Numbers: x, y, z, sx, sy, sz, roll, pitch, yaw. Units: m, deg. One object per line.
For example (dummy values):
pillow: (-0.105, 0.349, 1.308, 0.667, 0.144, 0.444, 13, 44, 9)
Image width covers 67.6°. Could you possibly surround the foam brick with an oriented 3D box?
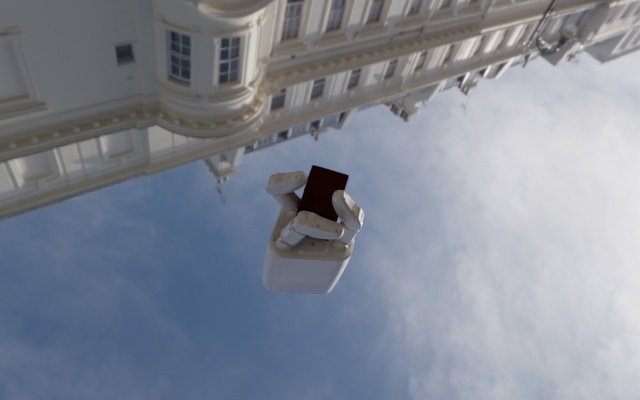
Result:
foam brick: (0.000, 0.002, 0.627, 0.053, 0.078, 0.051, 18, -40, -1)
